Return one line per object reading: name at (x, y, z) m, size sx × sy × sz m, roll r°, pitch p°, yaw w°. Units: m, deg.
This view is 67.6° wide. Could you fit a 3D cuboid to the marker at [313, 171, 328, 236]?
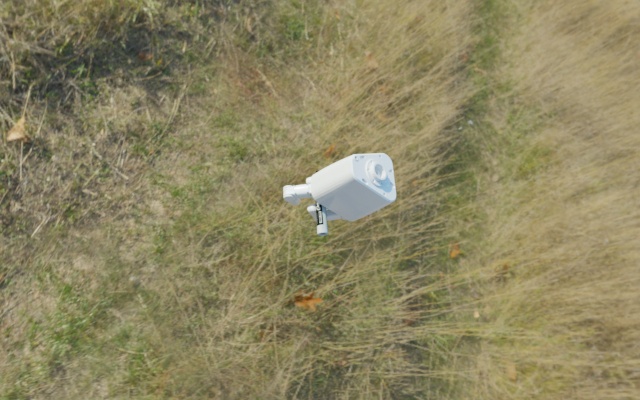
marker at (0.000, 0.003, 0.860) m, size 0.020 × 0.121 × 0.020 m, roll -4°, pitch -20°, yaw -1°
